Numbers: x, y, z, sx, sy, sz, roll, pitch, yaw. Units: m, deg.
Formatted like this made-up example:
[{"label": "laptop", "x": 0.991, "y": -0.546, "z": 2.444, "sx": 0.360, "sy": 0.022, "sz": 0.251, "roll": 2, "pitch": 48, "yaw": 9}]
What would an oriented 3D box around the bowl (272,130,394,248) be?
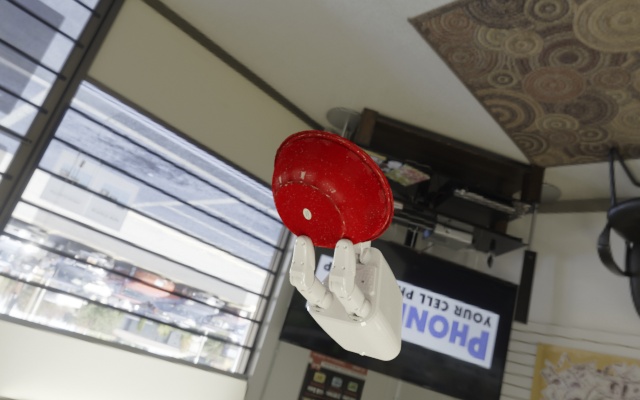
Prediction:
[{"label": "bowl", "x": -0.001, "y": 0.001, "z": 0.552, "sx": 0.162, "sy": 0.162, "sz": 0.055, "roll": 0, "pitch": 35, "yaw": 37}]
